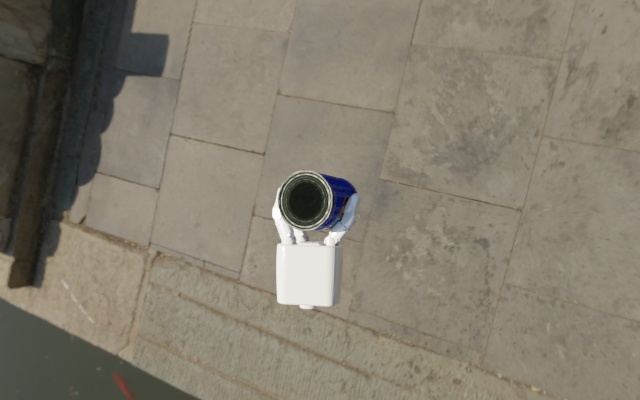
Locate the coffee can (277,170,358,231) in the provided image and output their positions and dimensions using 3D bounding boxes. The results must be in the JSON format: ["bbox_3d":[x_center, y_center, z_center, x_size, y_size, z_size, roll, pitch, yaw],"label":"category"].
[{"bbox_3d":[0.000,0.003,0.861,0.103,0.103,0.140,0,-2,23],"label":"coffee can"}]
